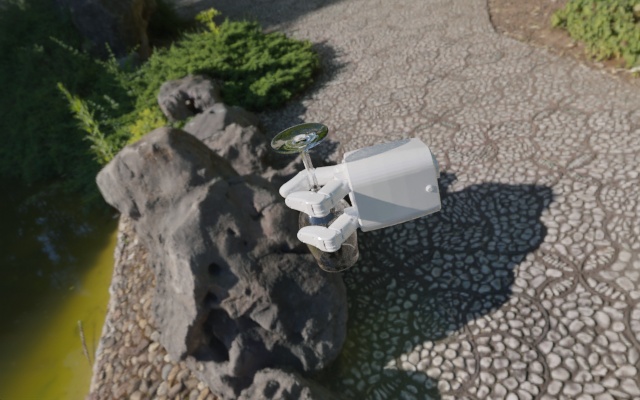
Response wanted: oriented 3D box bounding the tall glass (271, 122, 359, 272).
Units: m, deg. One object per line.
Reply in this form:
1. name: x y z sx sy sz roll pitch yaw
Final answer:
1. tall glass: 0.000 0.002 0.638 0.079 0.201 0.079 -12 32 8
